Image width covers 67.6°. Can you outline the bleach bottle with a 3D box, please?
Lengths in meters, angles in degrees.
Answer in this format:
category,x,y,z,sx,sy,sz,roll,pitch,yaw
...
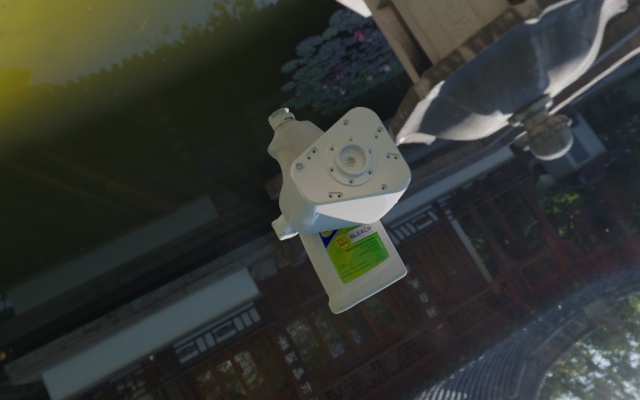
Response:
category,x,y,z,sx,sy,sz,roll,pitch,yaw
bleach bottle,0.000,0.002,0.581,0.102,0.251,0.068,-27,-10,-15
